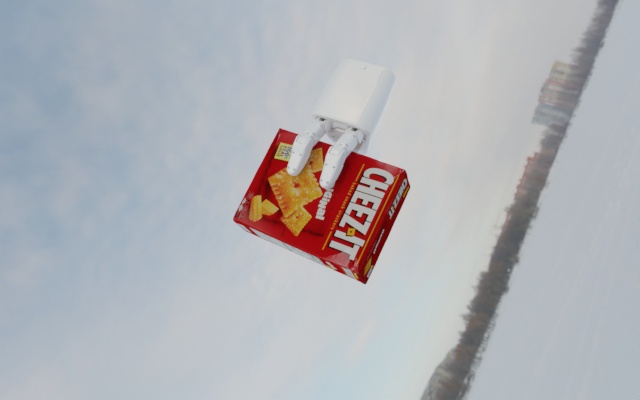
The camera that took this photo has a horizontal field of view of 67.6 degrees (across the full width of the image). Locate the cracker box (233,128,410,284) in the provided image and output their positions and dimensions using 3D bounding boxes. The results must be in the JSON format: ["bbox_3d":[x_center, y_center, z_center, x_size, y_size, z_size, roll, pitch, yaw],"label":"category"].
[{"bbox_3d":[0.000,0.002,0.705,0.213,0.164,0.072,21,-14,23],"label":"cracker box"}]
